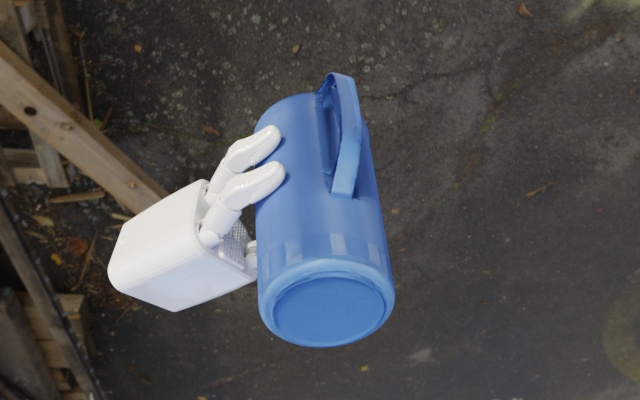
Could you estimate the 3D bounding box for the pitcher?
[{"bbox_3d":[0.000,0.002,0.452,0.145,0.149,0.242,-23,38,14],"label":"pitcher"}]
